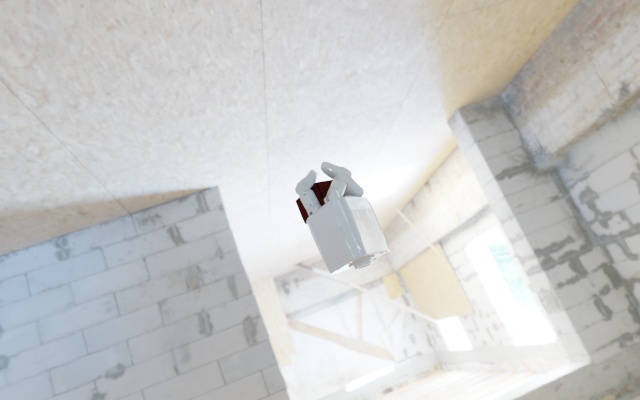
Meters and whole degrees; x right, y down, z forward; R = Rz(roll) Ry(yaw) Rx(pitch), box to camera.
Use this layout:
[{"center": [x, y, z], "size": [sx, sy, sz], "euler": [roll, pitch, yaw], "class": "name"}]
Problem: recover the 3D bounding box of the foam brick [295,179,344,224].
[{"center": [0.000, 0.003, 0.879], "size": [0.053, 0.051, 0.078], "euler": [-11, -19, -39], "class": "foam brick"}]
